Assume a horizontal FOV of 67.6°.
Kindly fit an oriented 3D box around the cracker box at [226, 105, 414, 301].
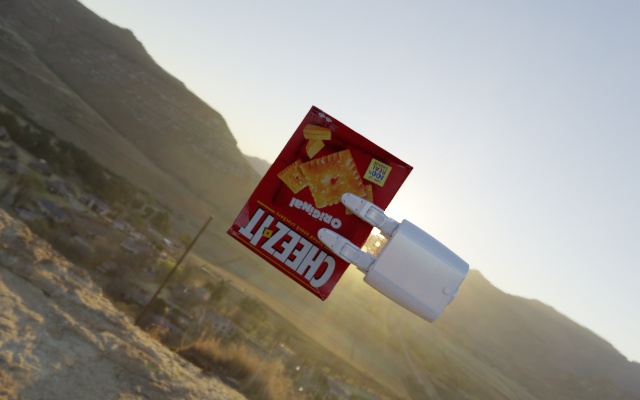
[{"bbox_3d":[0.000,0.002,0.655,0.164,0.213,0.072,34,-1,7],"label":"cracker box"}]
